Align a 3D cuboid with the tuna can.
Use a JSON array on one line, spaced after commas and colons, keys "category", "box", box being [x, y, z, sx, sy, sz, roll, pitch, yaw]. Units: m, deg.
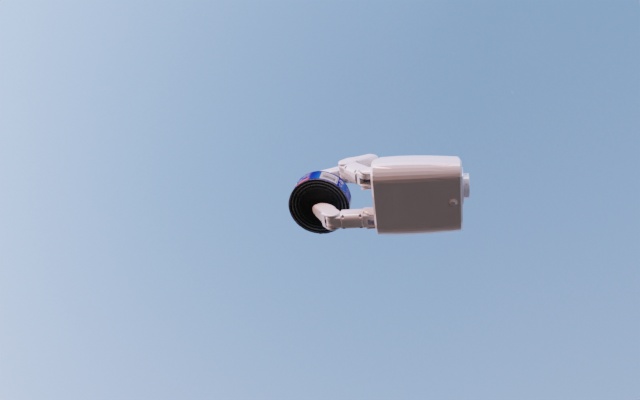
[{"category": "tuna can", "box": [0.000, 0.002, 0.674, 0.086, 0.086, 0.033, 0, 27, 11]}]
